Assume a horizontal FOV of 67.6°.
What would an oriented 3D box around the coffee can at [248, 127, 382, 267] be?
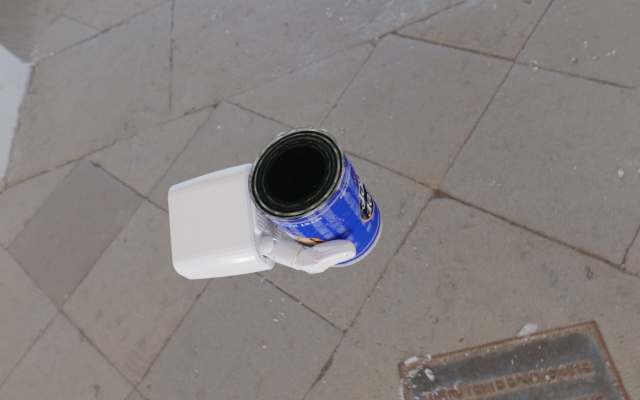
[{"bbox_3d":[0.000,0.002,0.518,0.103,0.102,0.140,0,-25,23],"label":"coffee can"}]
